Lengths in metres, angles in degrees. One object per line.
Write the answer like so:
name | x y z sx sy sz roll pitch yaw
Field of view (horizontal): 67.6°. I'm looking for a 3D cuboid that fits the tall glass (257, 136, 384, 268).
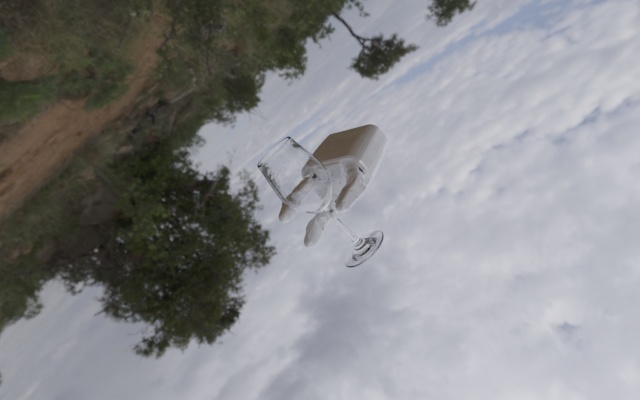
tall glass | 0.001 0.003 0.684 0.079 0.201 0.079 -39 17 14
